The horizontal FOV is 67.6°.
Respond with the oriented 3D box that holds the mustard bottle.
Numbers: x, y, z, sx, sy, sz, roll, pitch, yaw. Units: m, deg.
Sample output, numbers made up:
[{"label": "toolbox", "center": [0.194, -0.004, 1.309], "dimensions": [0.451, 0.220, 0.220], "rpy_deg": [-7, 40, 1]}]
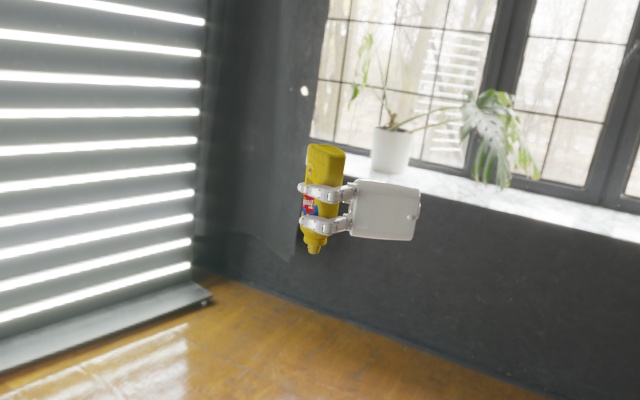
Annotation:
[{"label": "mustard bottle", "center": [0.000, 0.002, 0.831], "dimensions": [0.058, 0.192, 0.096], "rpy_deg": [-1, 19, -23]}]
